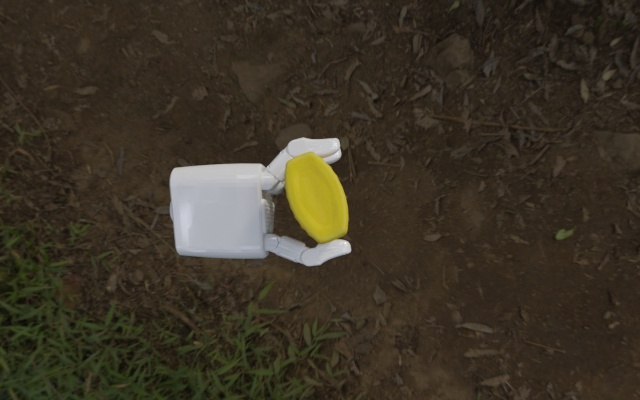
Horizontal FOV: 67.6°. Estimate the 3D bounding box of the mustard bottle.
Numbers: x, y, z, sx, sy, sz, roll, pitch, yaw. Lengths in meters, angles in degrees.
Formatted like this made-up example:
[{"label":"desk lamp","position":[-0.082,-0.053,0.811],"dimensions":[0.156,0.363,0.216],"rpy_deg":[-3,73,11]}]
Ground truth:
[{"label":"mustard bottle","position":[0.000,0.002,0.580],"dimensions":[0.058,0.096,0.191],"rpy_deg":[-25,-4,1]}]
